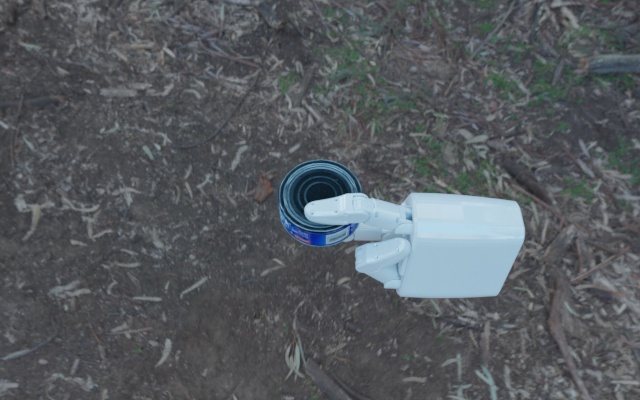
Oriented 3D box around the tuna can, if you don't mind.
[{"bbox_3d":[0.000,0.001,0.483,0.086,0.086,0.034,0,-29,0],"label":"tuna can"}]
